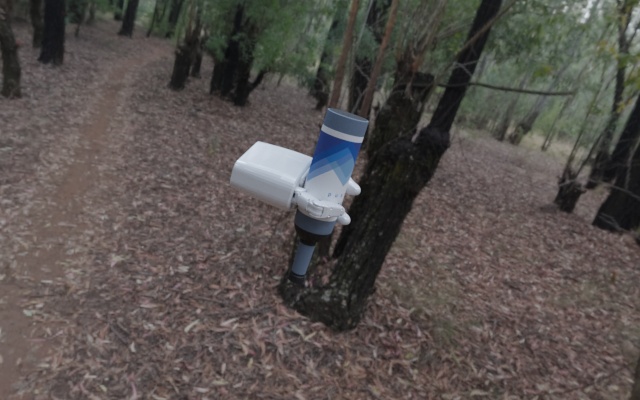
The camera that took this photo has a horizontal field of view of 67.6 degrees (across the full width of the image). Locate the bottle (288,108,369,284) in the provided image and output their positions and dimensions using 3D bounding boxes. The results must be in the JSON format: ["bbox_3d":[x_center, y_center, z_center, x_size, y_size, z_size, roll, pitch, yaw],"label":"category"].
[{"bbox_3d":[0.000,0.002,0.776,0.069,0.296,0.069,16,17,-5],"label":"bottle"}]
